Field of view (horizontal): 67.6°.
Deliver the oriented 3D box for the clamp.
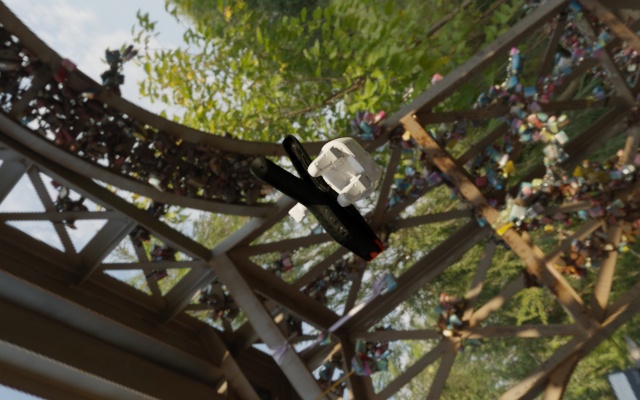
[{"bbox_3d":[0.000,0.003,0.623,0.036,0.210,0.164,-42,-1,21],"label":"clamp"}]
